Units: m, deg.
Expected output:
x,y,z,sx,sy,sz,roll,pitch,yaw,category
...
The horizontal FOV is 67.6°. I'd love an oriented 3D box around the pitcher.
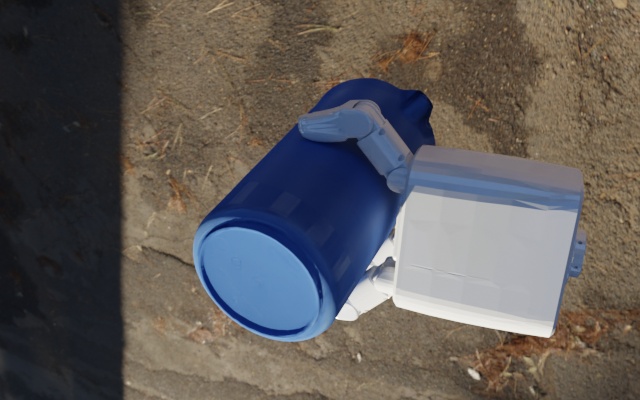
x,y,z,sx,sy,sz,roll,pitch,yaw,category
0.000,0.001,0.404,0.145,0.149,0.242,12,33,20,pitcher
